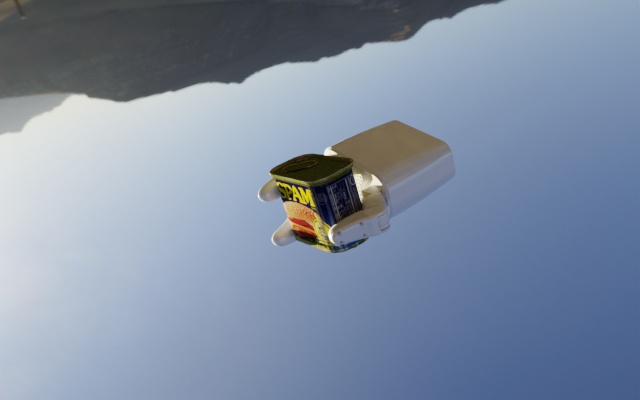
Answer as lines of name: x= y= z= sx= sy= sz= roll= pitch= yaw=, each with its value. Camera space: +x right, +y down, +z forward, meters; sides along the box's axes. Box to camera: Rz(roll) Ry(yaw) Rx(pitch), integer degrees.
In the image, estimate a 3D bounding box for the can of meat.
can of meat: x=0.000 y=0.002 z=0.502 sx=0.057 sy=0.084 sz=0.102 roll=-29 pitch=24 yaw=-27
